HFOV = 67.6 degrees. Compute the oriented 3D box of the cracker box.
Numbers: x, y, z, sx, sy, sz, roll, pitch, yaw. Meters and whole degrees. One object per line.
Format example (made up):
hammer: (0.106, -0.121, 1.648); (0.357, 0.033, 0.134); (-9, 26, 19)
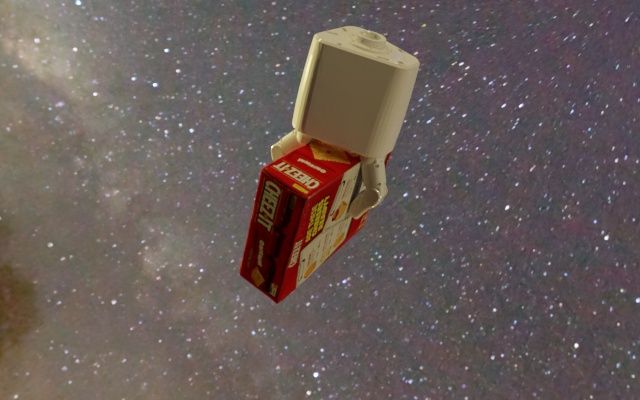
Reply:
cracker box: (0.000, 0.002, 0.598); (0.072, 0.164, 0.213); (32, 38, 20)
